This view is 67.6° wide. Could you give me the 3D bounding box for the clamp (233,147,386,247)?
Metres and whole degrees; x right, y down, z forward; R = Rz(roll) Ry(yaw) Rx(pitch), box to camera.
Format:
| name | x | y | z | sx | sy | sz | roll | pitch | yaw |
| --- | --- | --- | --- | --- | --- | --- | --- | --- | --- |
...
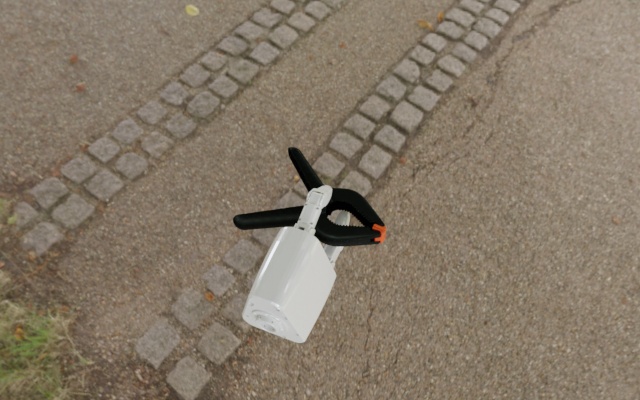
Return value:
| name | x | y | z | sx | sy | sz | roll | pitch | yaw |
| --- | --- | --- | --- | --- | --- | --- | --- | --- | --- |
| clamp | 0.000 | 0.002 | 0.696 | 0.210 | 0.164 | 0.036 | 17 | -33 | 14 |
